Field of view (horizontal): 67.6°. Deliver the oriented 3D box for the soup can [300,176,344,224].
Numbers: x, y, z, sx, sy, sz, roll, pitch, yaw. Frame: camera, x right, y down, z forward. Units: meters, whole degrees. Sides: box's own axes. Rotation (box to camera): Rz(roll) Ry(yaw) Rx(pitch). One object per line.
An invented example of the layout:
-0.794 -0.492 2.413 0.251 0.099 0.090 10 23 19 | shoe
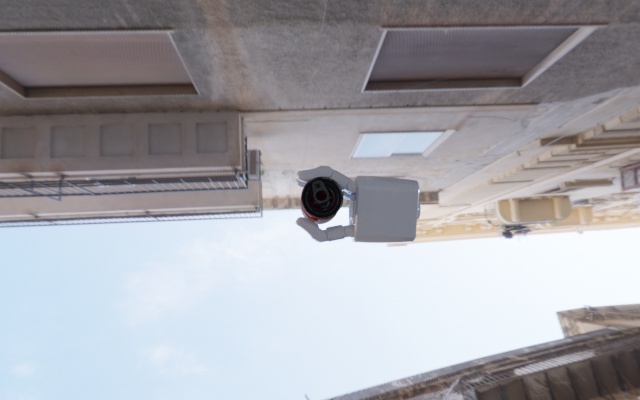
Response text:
0.000 0.003 0.805 0.068 0.068 0.102 0 -9 -3 | soup can
